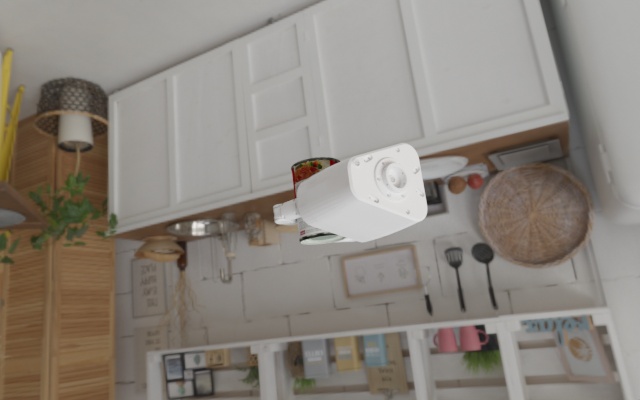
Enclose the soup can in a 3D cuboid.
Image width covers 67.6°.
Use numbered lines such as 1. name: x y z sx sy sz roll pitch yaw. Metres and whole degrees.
1. soup can: 0.000 0.002 0.628 0.068 0.102 0.068 -7 -13 -2
